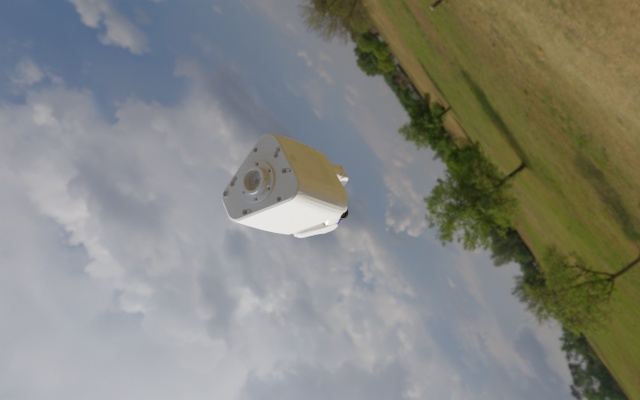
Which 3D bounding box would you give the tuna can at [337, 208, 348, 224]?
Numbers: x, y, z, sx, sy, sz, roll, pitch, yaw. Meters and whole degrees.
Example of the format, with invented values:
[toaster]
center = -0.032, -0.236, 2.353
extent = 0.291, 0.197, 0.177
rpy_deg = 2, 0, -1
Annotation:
[tuna can]
center = 0.000, 0.003, 0.715
extent = 0.034, 0.086, 0.086
rpy_deg = -42, -19, 22
